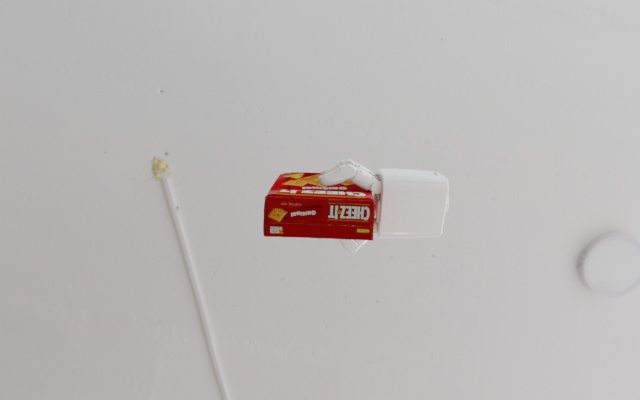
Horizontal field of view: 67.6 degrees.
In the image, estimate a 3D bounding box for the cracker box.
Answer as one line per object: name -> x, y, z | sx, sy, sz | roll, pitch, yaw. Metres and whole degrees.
cracker box -> 0.000, 0.003, 0.797 | 0.164, 0.072, 0.213 | 2, 12, 1
